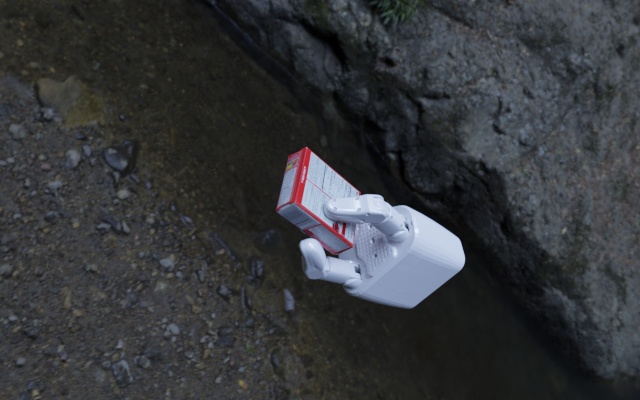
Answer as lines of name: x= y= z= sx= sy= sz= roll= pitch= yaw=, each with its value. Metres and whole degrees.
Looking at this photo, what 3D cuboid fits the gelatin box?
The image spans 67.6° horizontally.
gelatin box: x=0.000 y=0.001 z=0.482 sx=0.030 sy=0.073 sz=0.089 roll=-25 pitch=-49 yaw=36
